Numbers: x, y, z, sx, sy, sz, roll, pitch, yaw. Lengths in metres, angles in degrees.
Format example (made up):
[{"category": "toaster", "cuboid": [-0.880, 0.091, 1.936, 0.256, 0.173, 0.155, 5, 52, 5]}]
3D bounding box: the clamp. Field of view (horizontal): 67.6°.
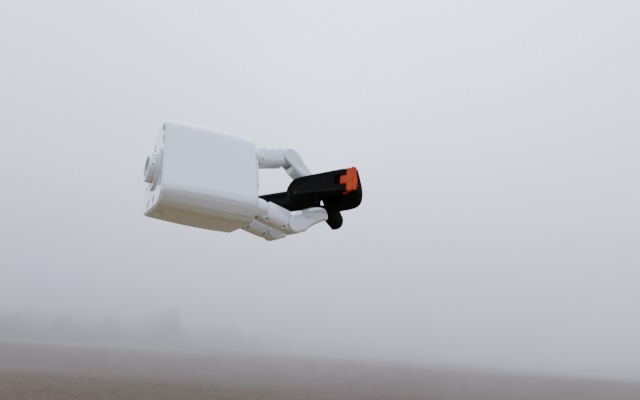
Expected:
[{"category": "clamp", "cuboid": [0.000, 0.001, 0.623, 0.164, 0.036, 0.210, 11, -18, -30]}]
